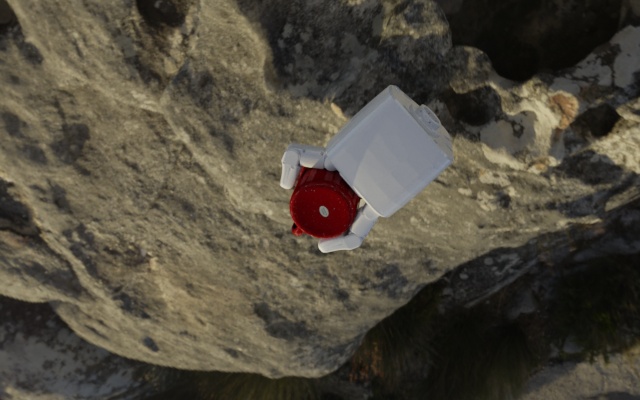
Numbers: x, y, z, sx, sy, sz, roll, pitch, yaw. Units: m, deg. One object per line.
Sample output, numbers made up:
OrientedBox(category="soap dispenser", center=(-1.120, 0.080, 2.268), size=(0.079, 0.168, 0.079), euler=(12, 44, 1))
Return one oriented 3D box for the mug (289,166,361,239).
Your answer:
OrientedBox(category="mug", center=(-0.001, 0.003, 0.613), size=(0.117, 0.093, 0.081), euler=(-44, 13, 28))
